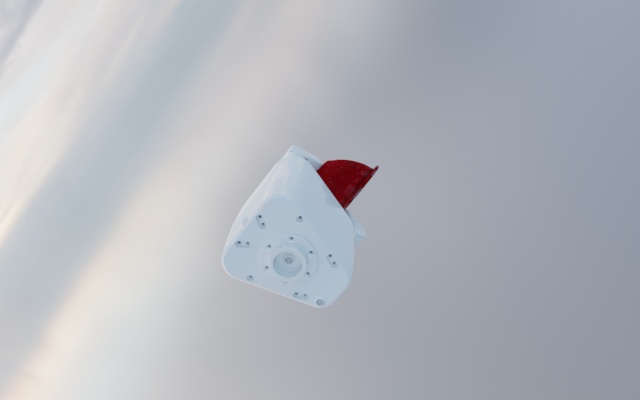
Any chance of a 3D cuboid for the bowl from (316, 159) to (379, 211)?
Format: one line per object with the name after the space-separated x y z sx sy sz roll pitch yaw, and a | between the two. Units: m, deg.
0.000 0.002 0.597 0.055 0.162 0.162 41 1 1 | bowl
